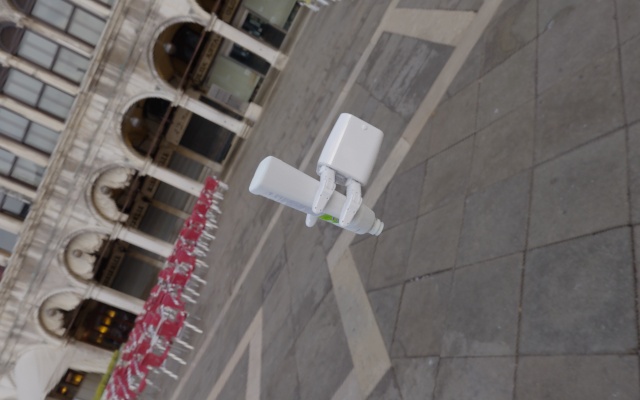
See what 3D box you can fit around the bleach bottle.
[{"bbox_3d":[0.000,0.003,0.879,0.251,0.068,0.102,25,-12,-16],"label":"bleach bottle"}]
